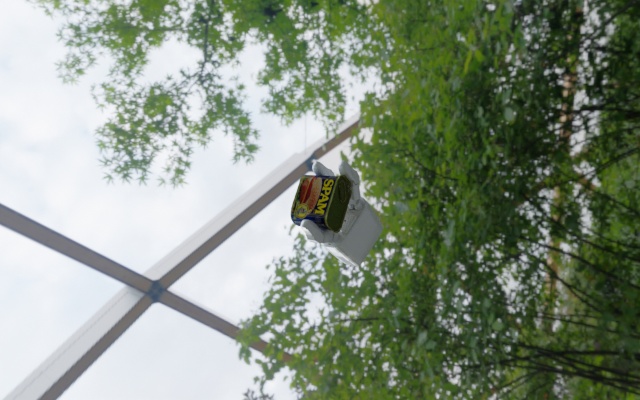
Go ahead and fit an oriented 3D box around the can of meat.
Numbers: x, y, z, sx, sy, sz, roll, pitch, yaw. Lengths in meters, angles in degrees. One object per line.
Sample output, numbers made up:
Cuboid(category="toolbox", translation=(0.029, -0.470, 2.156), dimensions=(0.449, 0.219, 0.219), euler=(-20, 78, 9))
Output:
Cuboid(category="can of meat", translation=(0.000, 0.003, 0.865), dimensions=(0.084, 0.102, 0.057), euler=(5, -22, 33))
